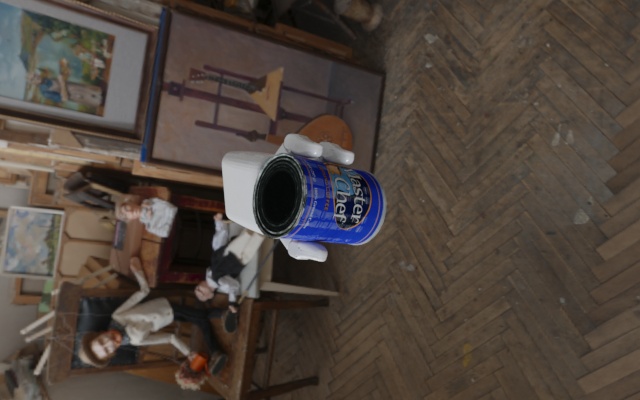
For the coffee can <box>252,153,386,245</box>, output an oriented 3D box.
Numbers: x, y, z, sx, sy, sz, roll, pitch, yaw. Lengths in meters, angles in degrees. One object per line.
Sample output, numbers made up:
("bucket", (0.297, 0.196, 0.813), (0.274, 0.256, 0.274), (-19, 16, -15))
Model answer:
("coffee can", (0.000, 0.002, 0.607), (0.140, 0.103, 0.103), (9, -6, -42))
